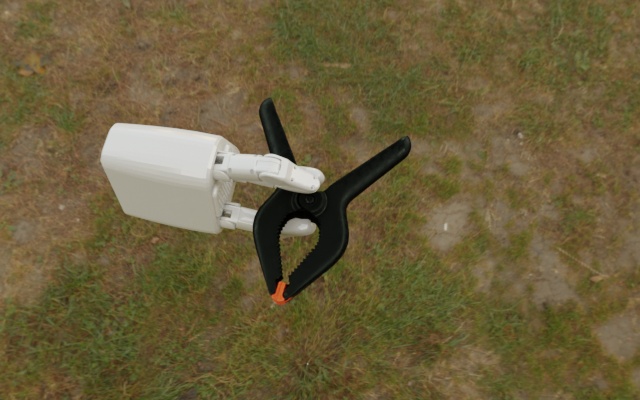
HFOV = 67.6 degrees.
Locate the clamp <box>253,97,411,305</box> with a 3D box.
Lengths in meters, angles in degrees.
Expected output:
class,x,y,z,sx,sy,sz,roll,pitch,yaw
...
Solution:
class,x,y,z,sx,sy,sz,roll,pitch,yaw
clamp,0.000,0.002,0.475,0.164,0.210,0.036,9,-19,3
